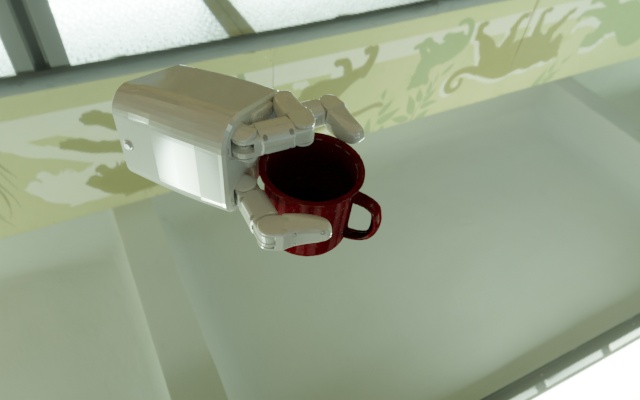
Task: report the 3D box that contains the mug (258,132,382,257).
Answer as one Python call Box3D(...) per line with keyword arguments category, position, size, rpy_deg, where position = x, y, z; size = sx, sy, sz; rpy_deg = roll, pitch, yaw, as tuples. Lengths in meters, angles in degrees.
Box3D(category="mug", position=(0.001, 0.002, 0.439), size=(0.117, 0.082, 0.093), rpy_deg=(21, 48, 11))
